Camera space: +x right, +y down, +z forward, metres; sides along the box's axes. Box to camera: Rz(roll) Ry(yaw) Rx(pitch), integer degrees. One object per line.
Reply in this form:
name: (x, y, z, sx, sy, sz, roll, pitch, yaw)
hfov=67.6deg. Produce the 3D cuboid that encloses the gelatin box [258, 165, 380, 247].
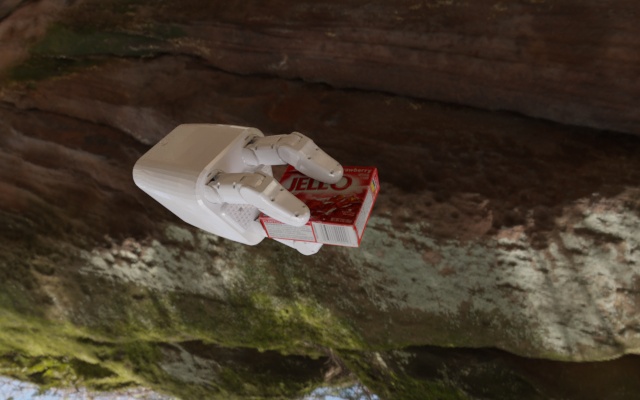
gelatin box: (0.000, 0.002, 0.422, 0.089, 0.030, 0.073, 4, 45, 23)
